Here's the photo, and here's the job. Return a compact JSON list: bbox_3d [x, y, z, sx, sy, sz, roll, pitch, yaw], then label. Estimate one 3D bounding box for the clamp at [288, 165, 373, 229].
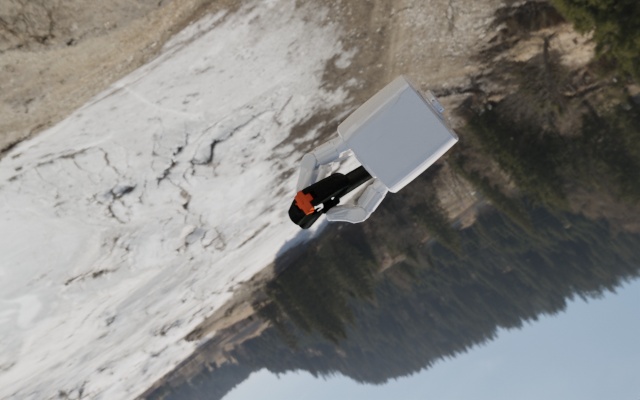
[{"bbox_3d":[0.001,0.003,0.671,0.164,0.036,0.210,-40,-7,21],"label":"clamp"}]
